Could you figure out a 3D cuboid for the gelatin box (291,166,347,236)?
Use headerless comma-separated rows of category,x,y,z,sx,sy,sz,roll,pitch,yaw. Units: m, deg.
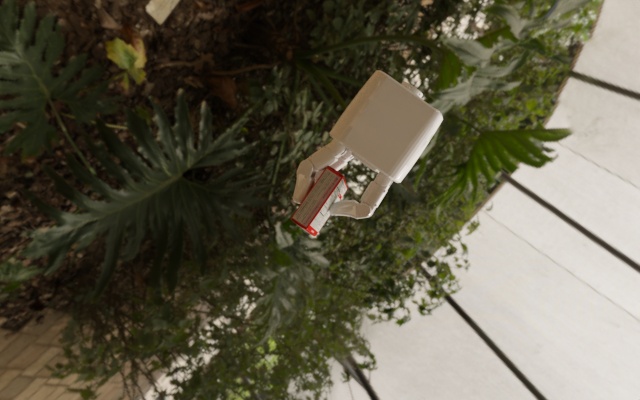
gelatin box,0.000,0.003,0.660,0.030,0.089,0.073,33,-5,13
